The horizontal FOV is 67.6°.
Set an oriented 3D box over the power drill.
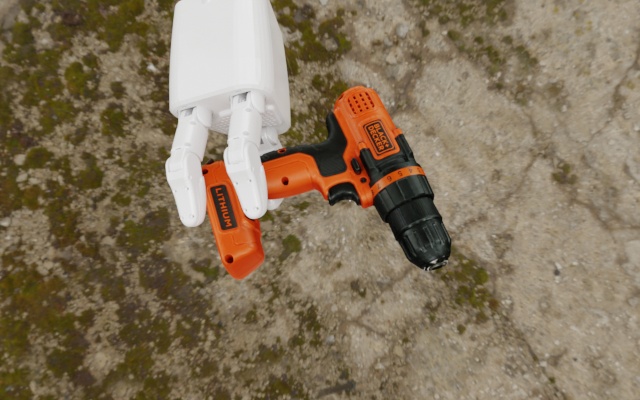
[{"bbox_3d":[0.000,0.001,0.420,0.187,0.184,0.057,-20,-26,-4],"label":"power drill"}]
